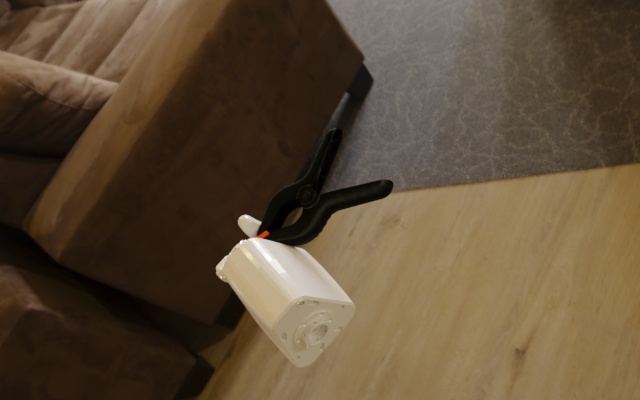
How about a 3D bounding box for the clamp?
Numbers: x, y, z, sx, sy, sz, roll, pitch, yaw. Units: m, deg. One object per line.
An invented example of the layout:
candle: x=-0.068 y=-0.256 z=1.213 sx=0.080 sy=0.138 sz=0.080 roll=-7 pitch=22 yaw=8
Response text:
clamp: x=0.000 y=0.002 z=0.563 sx=0.120 sy=0.171 sz=0.039 roll=40 pitch=-1 yaw=40
